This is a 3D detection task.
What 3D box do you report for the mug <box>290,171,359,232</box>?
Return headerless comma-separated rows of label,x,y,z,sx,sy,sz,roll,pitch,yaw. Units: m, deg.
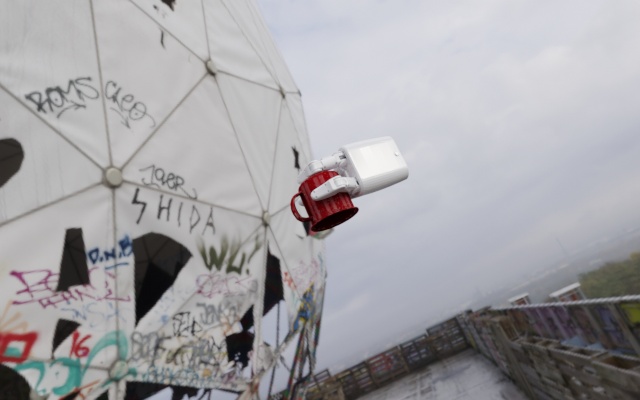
mug,-0.001,0.003,0.851,0.117,0.081,0.093,-16,-19,-25
